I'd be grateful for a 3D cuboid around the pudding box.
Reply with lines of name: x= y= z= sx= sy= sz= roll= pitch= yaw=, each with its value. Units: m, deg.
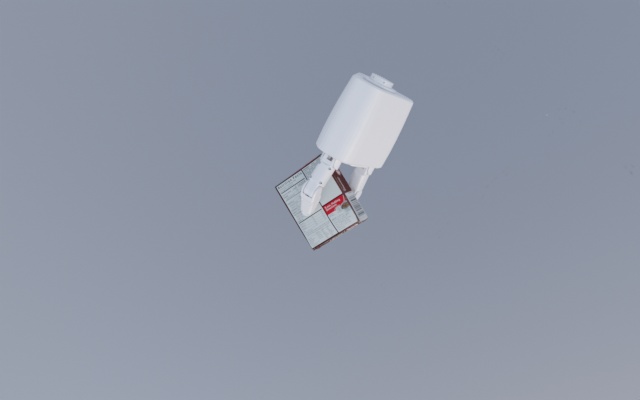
pudding box: x=0.000 y=0.002 z=0.691 sx=0.090 sy=0.113 sz=0.039 roll=-33 pitch=-7 yaw=24
